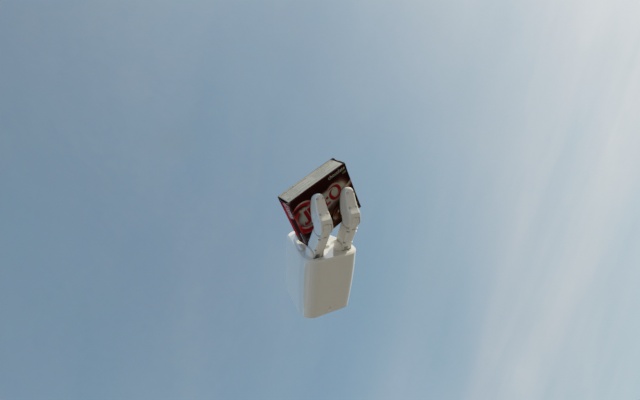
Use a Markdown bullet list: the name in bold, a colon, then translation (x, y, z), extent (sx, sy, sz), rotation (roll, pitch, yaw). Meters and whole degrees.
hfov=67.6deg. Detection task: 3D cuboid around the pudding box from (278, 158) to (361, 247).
- **pudding box**: translation (0.000, 0.002, 0.734), extent (0.113, 0.090, 0.039), rotation (-38, 38, -20)
